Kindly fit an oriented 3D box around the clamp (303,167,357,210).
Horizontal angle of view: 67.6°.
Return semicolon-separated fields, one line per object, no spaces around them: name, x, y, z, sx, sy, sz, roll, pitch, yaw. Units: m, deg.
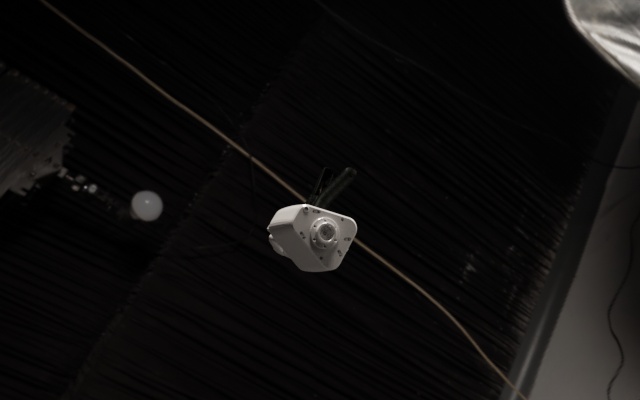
clamp;0.000;0.003;0.879;0.039;0.171;0.120;35;-18;-16
